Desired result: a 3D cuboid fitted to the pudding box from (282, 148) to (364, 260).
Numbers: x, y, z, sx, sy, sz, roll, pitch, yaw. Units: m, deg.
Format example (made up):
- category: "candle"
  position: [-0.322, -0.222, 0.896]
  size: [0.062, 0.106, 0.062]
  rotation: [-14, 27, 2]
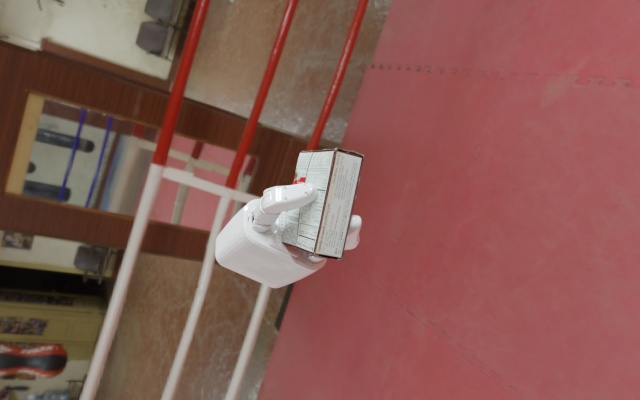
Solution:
- category: "pudding box"
  position: [0.000, 0.002, 0.518]
  size: [0.039, 0.113, 0.090]
  rotation: [11, -1, -27]
